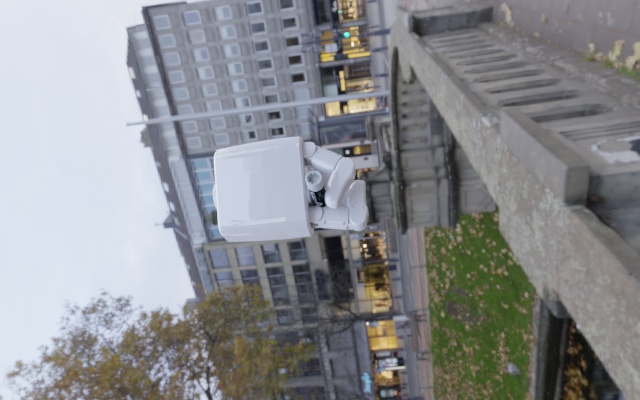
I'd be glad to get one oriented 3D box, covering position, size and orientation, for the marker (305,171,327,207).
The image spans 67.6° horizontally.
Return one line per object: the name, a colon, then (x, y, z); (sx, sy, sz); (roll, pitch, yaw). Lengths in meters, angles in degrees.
marker: (0.000, 0.002, 0.562); (0.020, 0.020, 0.121); (0, -25, 8)
